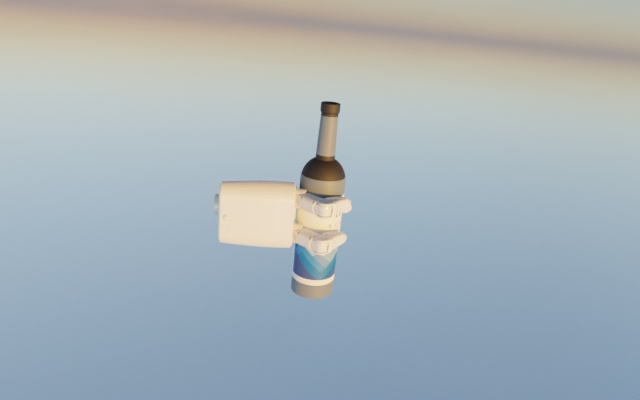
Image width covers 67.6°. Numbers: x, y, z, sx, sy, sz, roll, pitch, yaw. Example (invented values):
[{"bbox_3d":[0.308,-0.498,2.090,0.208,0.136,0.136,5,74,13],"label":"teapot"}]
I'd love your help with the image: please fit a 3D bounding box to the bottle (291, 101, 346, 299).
[{"bbox_3d":[0.000,0.003,0.710,0.069,0.296,0.069,5,20,-2],"label":"bottle"}]
